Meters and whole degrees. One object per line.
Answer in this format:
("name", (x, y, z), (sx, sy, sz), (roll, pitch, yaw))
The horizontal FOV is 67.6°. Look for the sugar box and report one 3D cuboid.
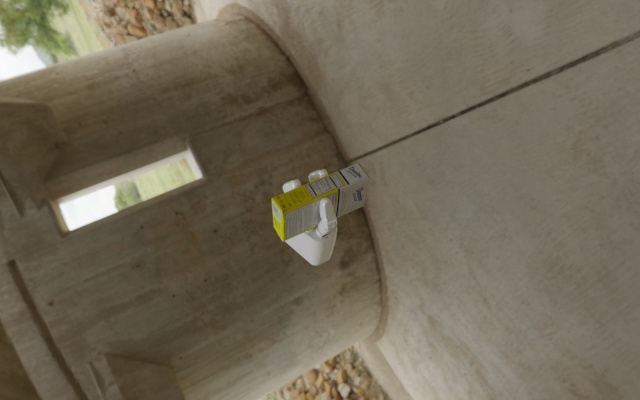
("sugar box", (0.000, 0.003, 0.870), (0.176, 0.048, 0.093), (-25, -32, -20))
